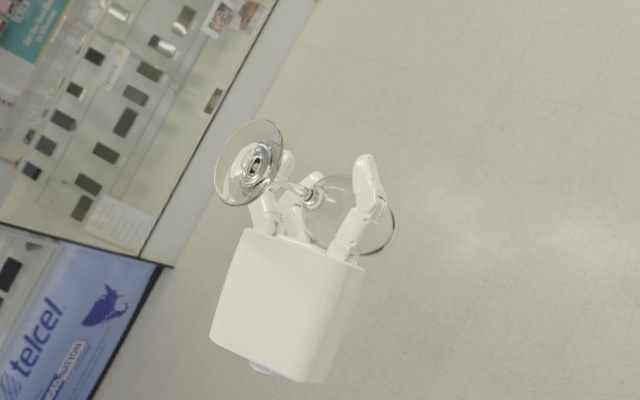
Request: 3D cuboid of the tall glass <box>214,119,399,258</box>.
[{"bbox_3d":[0.000,0.001,0.448,0.079,0.079,0.201,0,-18,38],"label":"tall glass"}]
